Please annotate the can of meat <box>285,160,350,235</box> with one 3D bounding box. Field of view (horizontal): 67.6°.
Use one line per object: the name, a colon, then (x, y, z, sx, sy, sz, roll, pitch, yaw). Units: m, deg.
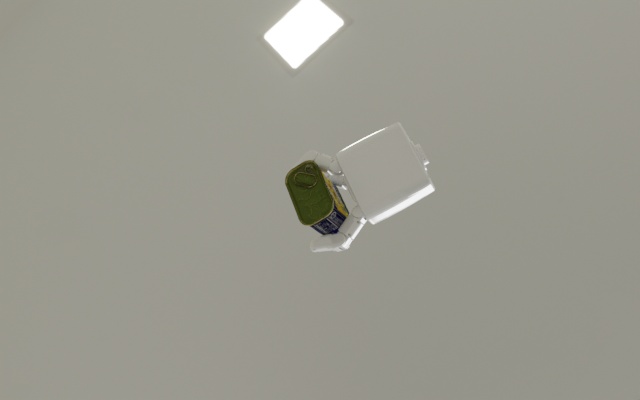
can of meat: (0.000, 0.003, 0.720, 0.057, 0.102, 0.084, -31, -32, 13)
